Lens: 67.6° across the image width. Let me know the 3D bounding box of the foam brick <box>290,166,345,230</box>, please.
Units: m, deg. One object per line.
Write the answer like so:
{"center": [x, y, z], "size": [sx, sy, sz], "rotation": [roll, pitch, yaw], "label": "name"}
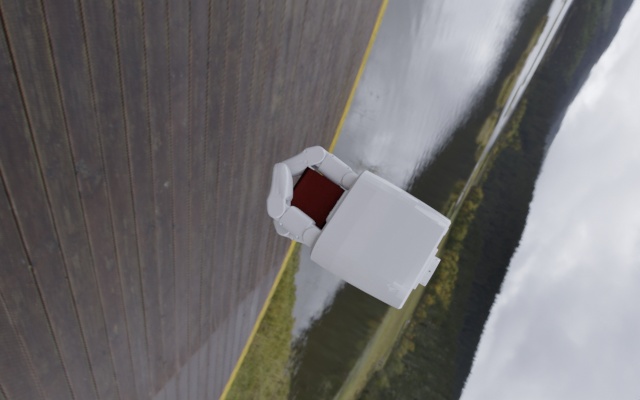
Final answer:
{"center": [0.000, 0.002, 0.548], "size": [0.051, 0.053, 0.078], "rotation": [33, 1, 14], "label": "foam brick"}
